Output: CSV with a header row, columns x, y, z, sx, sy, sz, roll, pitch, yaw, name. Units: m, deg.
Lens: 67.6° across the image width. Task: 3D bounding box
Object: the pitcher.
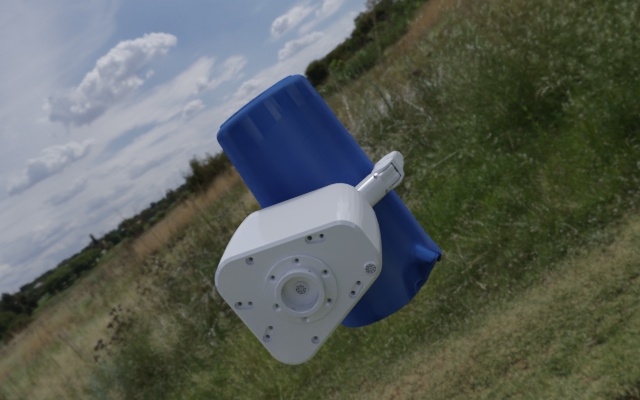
x,y,z,sx,sy,sz,roll,pitch,yaw,name
0.000,0.002,0.500,0.149,0.243,0.145,-34,10,9,pitcher
